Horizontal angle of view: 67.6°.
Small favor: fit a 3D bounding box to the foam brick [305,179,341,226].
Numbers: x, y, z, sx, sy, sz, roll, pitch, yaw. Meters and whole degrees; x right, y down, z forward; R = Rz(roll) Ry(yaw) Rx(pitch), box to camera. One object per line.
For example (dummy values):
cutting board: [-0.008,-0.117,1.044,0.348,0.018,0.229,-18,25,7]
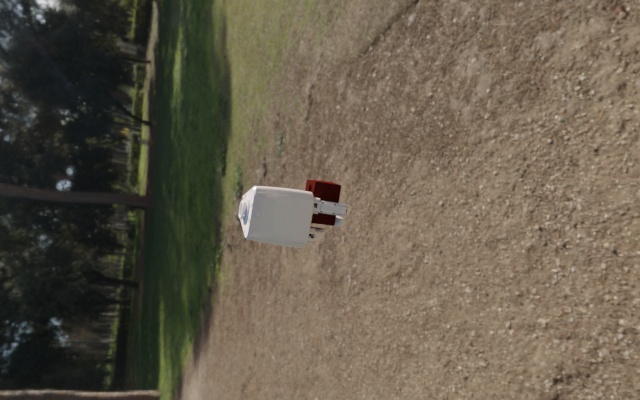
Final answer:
foam brick: [0.000,0.003,0.875,0.051,0.078,0.053,9,4,-20]
